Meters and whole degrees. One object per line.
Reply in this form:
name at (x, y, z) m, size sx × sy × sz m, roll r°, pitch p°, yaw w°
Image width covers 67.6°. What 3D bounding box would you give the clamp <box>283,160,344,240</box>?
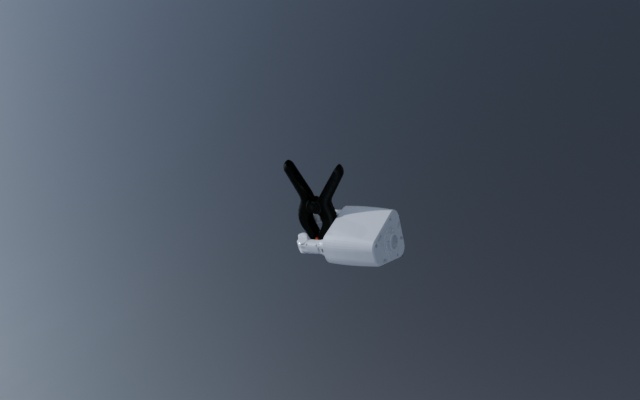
clamp at (0.000, 0.003, 0.885) m, size 0.120 × 0.171 × 0.039 m, roll 1°, pitch 25°, yaw 37°
